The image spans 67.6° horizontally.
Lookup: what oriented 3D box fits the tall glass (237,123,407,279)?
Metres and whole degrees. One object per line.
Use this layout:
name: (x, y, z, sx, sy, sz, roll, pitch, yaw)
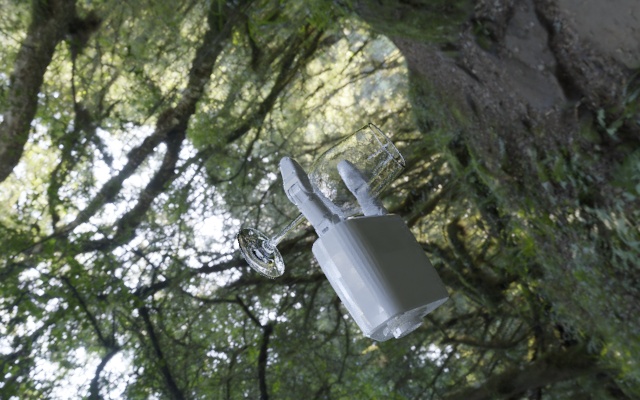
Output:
tall glass: (-0.001, 0.002, 0.538, 0.201, 0.079, 0.079, -41, -16, 19)
